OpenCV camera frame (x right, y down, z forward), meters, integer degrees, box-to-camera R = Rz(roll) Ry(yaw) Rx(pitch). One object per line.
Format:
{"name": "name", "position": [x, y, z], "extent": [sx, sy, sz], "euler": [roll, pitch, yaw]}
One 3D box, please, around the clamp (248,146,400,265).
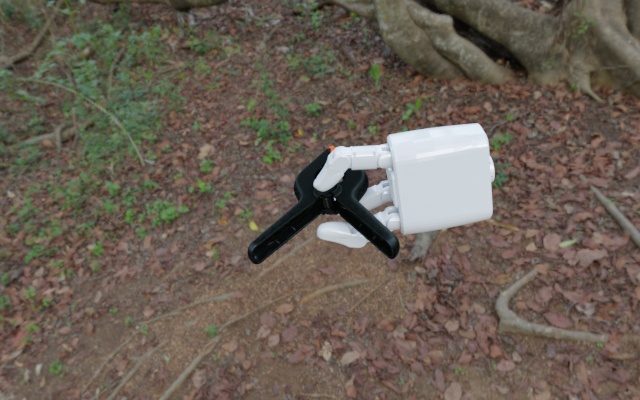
{"name": "clamp", "position": [0.000, 0.001, 0.579], "extent": [0.164, 0.036, 0.209], "euler": [-7, 37, 4]}
